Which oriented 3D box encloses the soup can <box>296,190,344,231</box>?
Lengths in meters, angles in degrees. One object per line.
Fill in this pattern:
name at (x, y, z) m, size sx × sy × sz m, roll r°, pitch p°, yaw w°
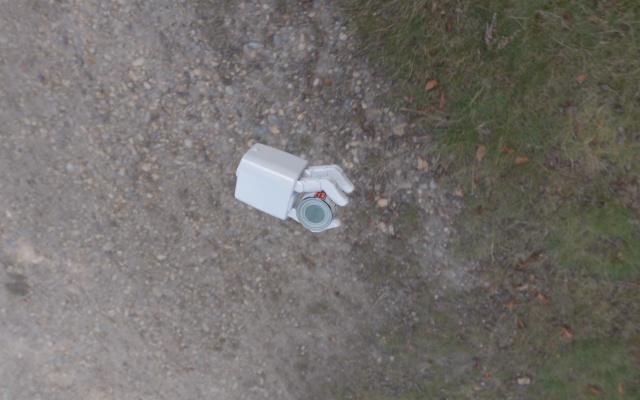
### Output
soup can at (0.000, 0.003, 0.871) m, size 0.068 × 0.068 × 0.102 m, roll 0°, pitch 25°, yaw 15°
